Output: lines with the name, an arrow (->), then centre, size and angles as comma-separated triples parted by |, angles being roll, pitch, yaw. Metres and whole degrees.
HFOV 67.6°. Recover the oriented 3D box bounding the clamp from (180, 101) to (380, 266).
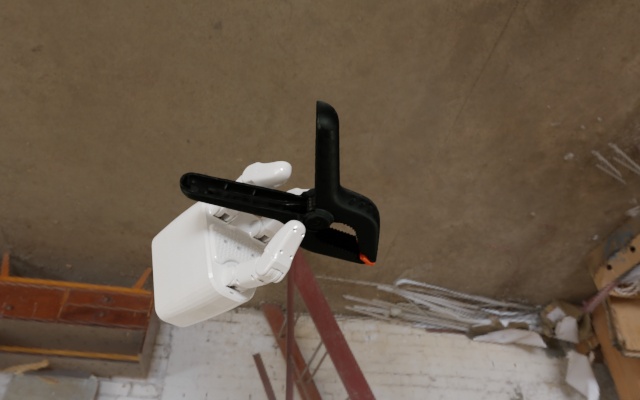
clamp -> 0.000, 0.002, 0.445 | 0.164, 0.036, 0.210 | -28, -47, 34
